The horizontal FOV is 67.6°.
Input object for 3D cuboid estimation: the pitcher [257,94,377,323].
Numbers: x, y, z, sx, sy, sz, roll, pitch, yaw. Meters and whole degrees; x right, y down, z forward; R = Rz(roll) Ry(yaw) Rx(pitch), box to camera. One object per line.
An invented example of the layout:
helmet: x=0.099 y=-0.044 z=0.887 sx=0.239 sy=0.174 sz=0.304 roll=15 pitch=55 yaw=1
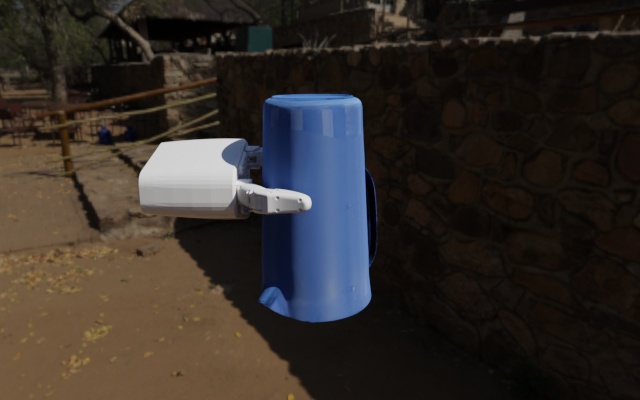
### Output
pitcher: x=0.000 y=0.002 z=0.555 sx=0.145 sy=0.243 sz=0.149 roll=0 pitch=15 yaw=2
